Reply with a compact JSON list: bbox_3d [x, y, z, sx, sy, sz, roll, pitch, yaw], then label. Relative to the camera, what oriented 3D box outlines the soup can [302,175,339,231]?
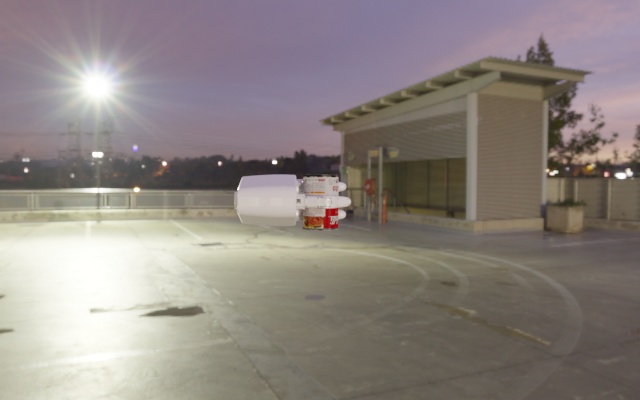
[{"bbox_3d":[0.001,0.003,0.897,0.068,0.102,0.068,0,2,0],"label":"soup can"}]
